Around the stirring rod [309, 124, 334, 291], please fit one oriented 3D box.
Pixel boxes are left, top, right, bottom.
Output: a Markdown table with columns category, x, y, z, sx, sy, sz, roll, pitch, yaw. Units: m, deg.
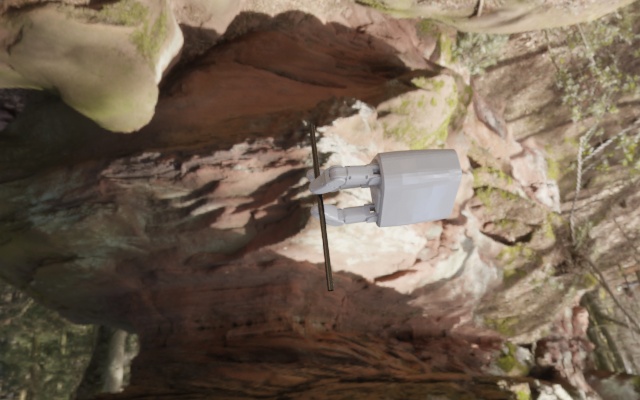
| category | x | y | z | sx | sy | sz | roll | pitch | yaw |
| --- | --- | --- | --- | --- | --- | --- | --- | --- | --- |
| stirring rod | 0.000 | 0.002 | 0.642 | 0.011 | 0.239 | 0.011 | -6 | -22 | -2 |
